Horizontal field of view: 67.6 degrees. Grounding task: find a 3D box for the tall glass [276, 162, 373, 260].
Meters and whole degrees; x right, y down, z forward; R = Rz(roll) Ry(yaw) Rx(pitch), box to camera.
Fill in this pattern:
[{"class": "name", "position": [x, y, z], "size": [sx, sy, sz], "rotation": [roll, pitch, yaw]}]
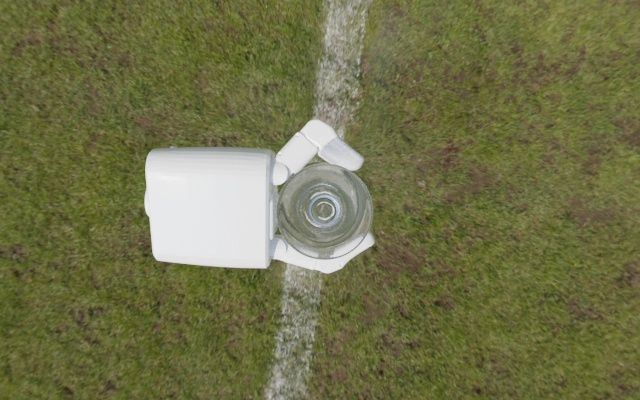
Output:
[{"class": "tall glass", "position": [0.000, 0.002, 0.462], "size": [0.079, 0.079, 0.201], "rotation": [0, 4, -1]}]
